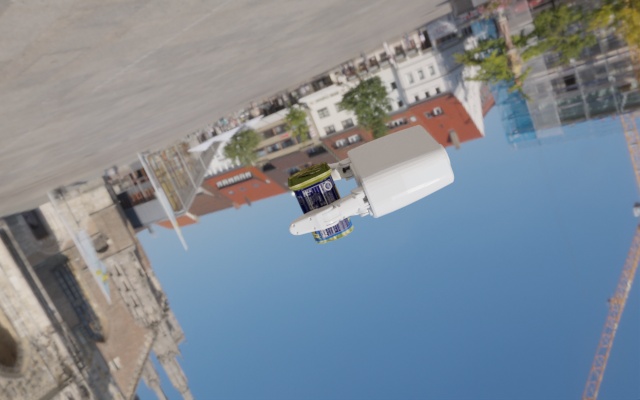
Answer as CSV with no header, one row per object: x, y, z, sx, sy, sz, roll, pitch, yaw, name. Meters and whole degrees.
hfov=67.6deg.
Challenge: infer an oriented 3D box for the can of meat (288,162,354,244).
0.000,0.002,0.627,0.057,0.084,0.102,-24,12,0,can of meat
